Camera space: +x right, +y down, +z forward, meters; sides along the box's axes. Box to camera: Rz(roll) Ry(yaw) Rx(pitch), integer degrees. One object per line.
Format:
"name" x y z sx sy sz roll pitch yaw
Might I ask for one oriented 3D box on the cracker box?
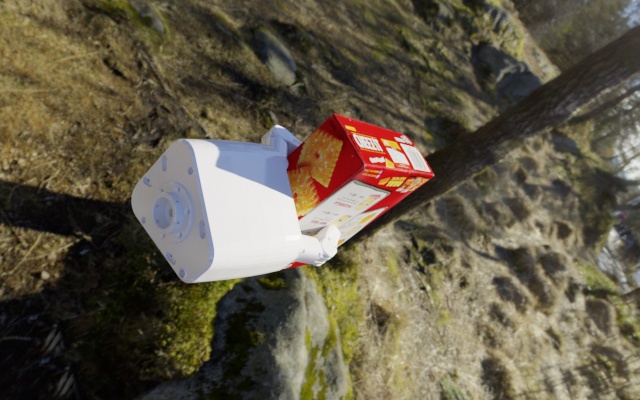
"cracker box" 0.000 0.002 0.547 0.214 0.072 0.164 -39 -22 29
